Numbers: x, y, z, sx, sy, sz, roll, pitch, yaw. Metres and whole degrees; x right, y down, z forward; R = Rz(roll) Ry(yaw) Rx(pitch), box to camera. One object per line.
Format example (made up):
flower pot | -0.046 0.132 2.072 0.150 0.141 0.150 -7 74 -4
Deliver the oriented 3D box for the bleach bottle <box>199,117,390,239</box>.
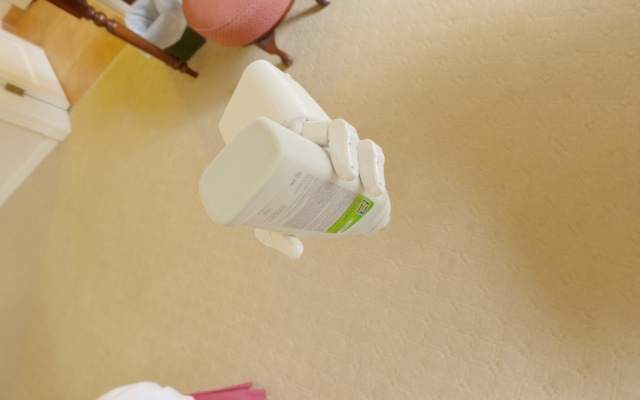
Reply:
bleach bottle | 0.000 0.002 0.506 0.102 0.068 0.251 -45 -34 16
